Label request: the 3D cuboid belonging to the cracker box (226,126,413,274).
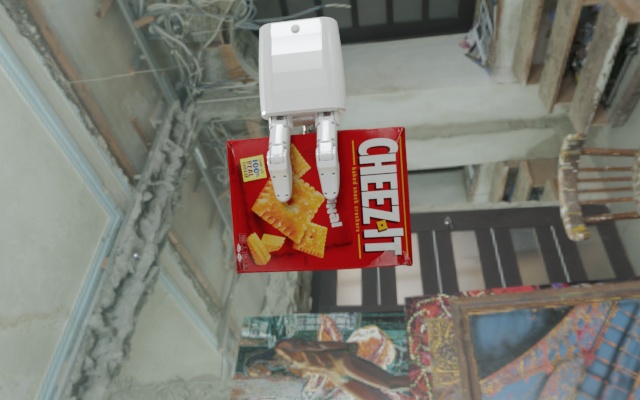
[{"bbox_3d":[0.000,0.002,0.583,0.214,0.164,0.072,-4,-1,8],"label":"cracker box"}]
